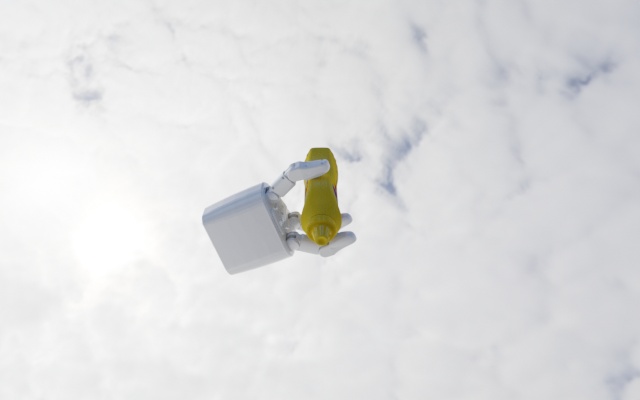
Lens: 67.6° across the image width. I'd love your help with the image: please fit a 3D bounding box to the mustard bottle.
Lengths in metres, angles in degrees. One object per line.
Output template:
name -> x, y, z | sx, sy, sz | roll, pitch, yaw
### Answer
mustard bottle -> 0.000, 0.002, 0.708 | 0.058, 0.096, 0.191 | 0, 32, 0
